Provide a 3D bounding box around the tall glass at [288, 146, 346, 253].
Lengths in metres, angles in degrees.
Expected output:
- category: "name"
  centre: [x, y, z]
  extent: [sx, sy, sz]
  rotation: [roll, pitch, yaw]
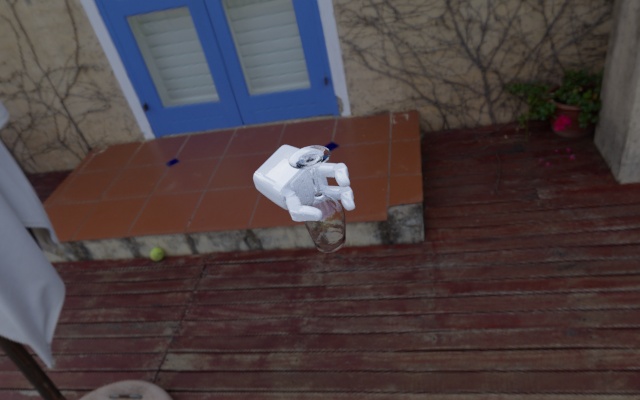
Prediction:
- category: "tall glass"
  centre: [0.000, 0.002, 0.885]
  extent: [0.079, 0.201, 0.079]
  rotation: [-10, 35, 7]
